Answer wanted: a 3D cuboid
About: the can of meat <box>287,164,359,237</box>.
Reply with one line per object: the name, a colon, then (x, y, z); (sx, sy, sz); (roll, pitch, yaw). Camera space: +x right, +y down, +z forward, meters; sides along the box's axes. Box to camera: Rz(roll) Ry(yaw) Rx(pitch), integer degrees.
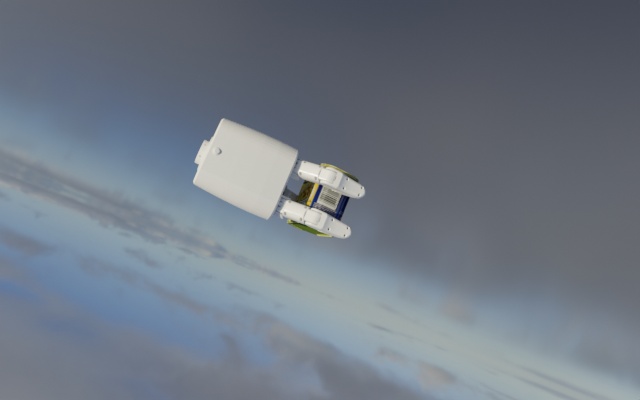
can of meat: (0.000, 0.002, 0.661); (0.057, 0.084, 0.102); (25, -11, -16)
